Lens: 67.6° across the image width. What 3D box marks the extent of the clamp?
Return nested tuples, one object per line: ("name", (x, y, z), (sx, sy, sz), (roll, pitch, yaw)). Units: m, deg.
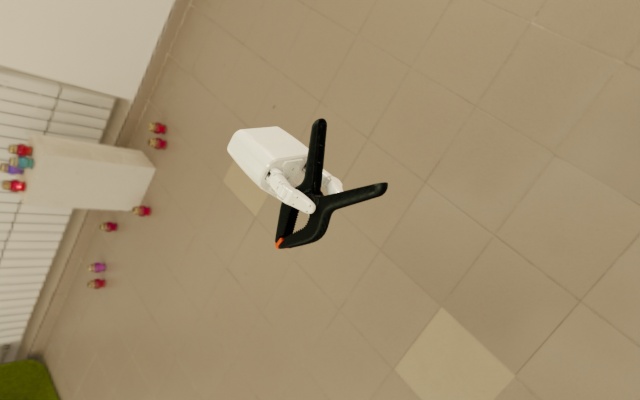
("clamp", (-0.001, 0.003, 0.727), (0.164, 0.210, 0.036), (42, 22, 32))
